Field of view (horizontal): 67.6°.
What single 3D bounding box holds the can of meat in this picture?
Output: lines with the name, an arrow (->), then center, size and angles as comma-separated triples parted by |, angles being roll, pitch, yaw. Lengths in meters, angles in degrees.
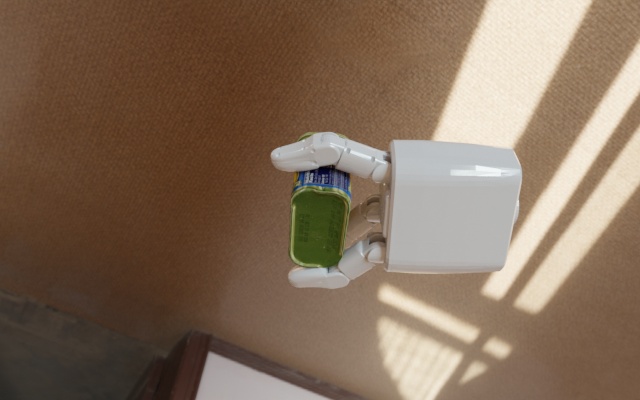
can of meat -> 0.000, 0.002, 0.450 | 0.057, 0.102, 0.083 | 4, 40, 0
